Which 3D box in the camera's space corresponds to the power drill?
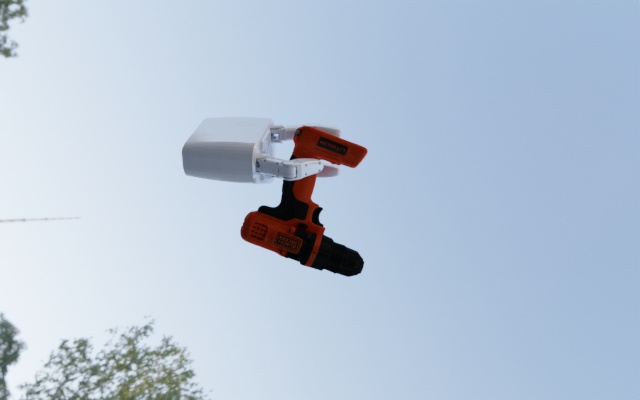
[{"bbox_3d":[0.000,0.002,0.678,0.184,0.187,0.057,21,0,-9],"label":"power drill"}]
